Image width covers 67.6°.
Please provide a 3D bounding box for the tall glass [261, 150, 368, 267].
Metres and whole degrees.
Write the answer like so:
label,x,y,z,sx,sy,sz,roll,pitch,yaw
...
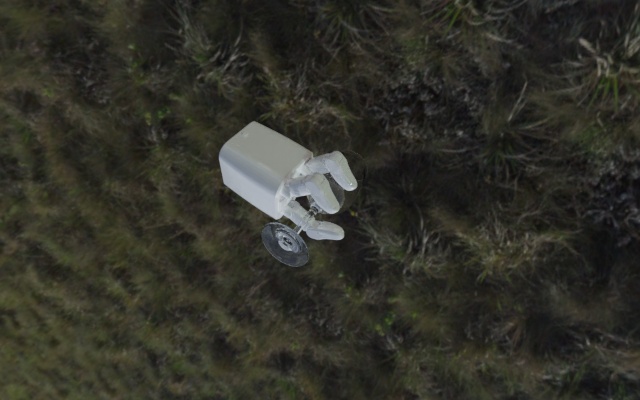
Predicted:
label,x,y,z,sx,sy,sz,roll,pitch,yaw
tall glass,0.000,0.003,0.698,0.079,0.079,0.201,0,35,37
